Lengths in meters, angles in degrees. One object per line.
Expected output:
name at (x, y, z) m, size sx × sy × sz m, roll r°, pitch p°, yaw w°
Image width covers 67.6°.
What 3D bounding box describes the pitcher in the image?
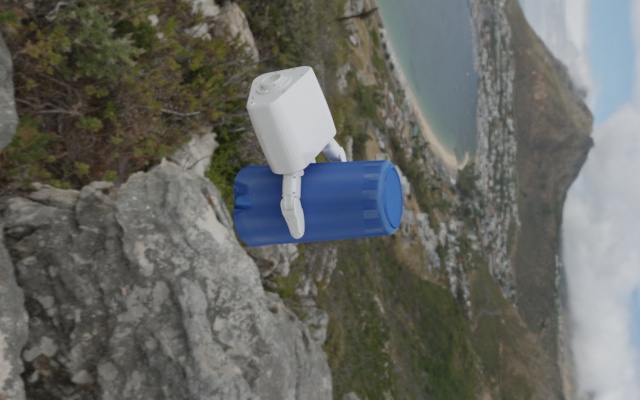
pitcher at (0.000, 0.002, 0.739) m, size 0.243 × 0.145 × 0.149 m, roll -3°, pitch 38°, yaw 25°
